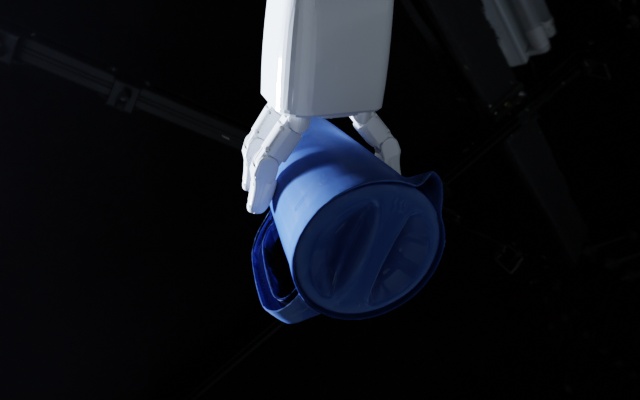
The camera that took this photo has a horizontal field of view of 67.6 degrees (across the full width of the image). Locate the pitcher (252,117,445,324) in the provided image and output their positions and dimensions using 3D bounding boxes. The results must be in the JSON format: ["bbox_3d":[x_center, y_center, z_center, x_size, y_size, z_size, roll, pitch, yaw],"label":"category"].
[{"bbox_3d":[0.000,0.001,0.483,0.149,0.145,0.242,-5,27,-17],"label":"pitcher"}]
